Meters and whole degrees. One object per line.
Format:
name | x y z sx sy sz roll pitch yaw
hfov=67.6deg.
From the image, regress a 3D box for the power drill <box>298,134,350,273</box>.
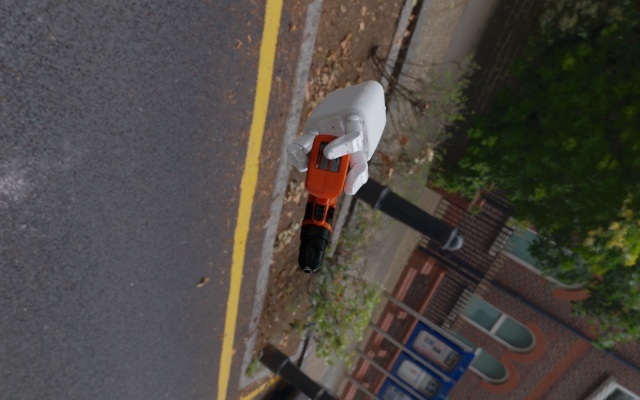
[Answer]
power drill | 0.000 0.002 0.746 0.057 0.184 0.188 10 -30 -1
